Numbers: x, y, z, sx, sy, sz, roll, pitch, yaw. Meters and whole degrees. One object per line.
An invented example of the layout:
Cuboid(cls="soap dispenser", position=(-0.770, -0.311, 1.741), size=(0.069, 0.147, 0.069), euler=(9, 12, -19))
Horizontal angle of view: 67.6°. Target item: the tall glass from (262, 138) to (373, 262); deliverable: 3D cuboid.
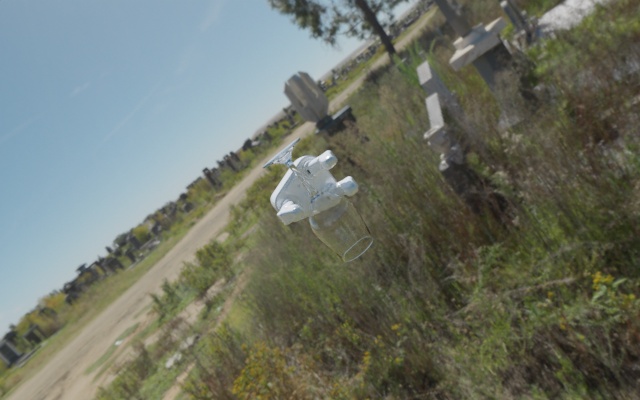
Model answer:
Cuboid(cls="tall glass", position=(0.000, 0.002, 0.756), size=(0.079, 0.201, 0.079), euler=(-37, 10, 8))
